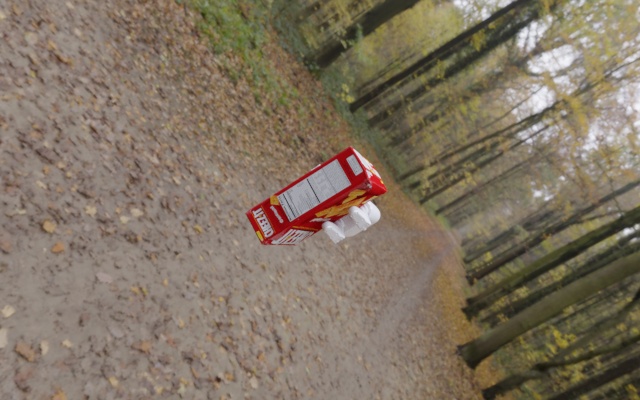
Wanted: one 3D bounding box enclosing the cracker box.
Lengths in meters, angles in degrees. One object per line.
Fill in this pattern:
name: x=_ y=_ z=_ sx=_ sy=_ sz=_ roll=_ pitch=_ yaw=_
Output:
cracker box: x=0.000 y=0.003 z=0.845 sx=0.214 sy=0.072 sz=0.164 roll=-32 pitch=-15 yaw=12
